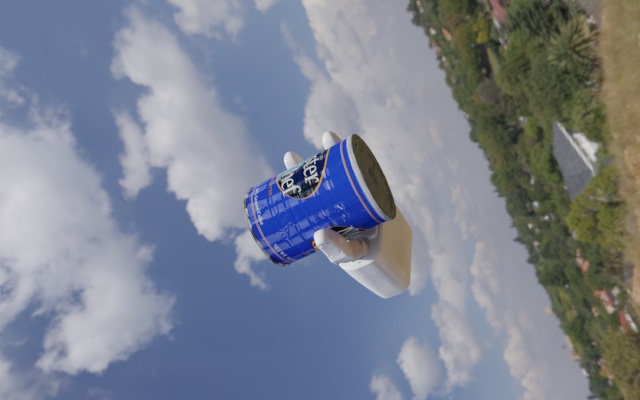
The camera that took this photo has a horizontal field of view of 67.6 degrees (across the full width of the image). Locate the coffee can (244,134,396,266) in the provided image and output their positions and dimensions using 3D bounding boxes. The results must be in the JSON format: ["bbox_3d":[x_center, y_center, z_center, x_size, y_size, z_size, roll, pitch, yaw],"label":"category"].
[{"bbox_3d":[0.000,0.002,0.541,0.140,0.103,0.103,-26,-9,19],"label":"coffee can"}]
